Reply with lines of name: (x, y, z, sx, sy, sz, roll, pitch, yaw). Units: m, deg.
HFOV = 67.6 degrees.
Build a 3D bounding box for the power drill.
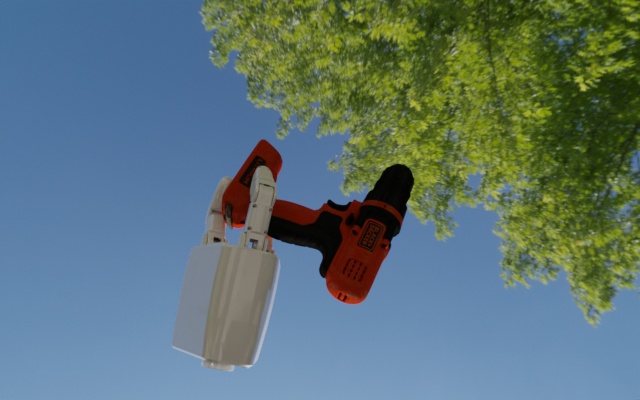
power drill: (0.000, 0.002, 0.537, 0.187, 0.184, 0.057, 24, -33, 9)
